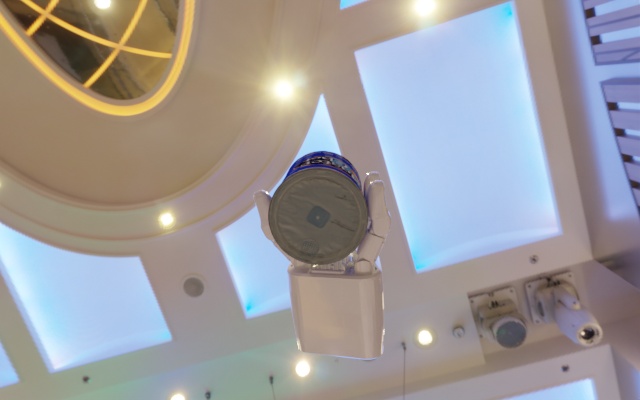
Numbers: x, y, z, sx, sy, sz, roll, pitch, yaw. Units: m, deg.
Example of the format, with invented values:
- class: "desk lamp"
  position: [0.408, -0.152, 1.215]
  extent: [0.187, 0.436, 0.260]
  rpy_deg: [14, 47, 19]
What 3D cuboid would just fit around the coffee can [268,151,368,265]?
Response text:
- class: "coffee can"
  position: [0.000, 0.002, 0.552]
  extent: [0.103, 0.103, 0.140]
  rpy_deg: [0, 13, 2]
